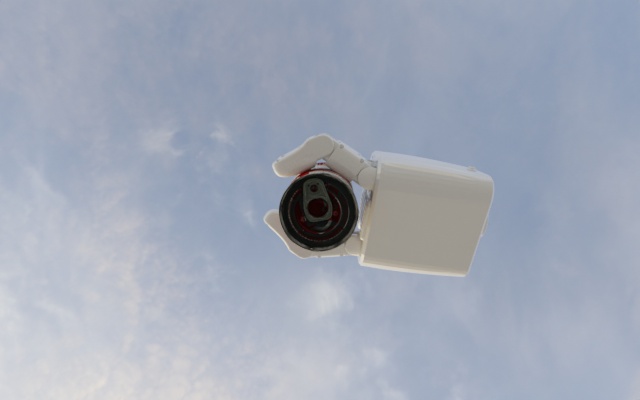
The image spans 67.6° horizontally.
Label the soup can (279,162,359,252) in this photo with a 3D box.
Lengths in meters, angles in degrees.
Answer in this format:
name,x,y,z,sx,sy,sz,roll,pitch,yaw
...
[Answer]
name,x,y,z,sx,sy,sz,roll,pitch,yaw
soup can,0.000,0.001,0.452,0.068,0.068,0.102,0,10,2
